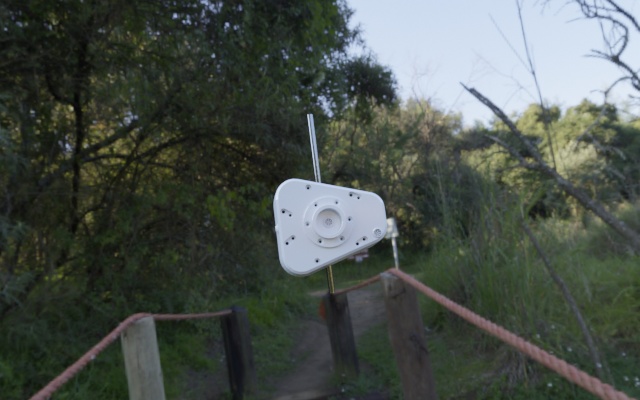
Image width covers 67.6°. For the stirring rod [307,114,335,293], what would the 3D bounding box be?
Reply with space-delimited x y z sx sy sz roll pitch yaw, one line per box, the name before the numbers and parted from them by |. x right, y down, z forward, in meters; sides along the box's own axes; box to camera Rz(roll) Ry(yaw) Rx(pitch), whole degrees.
stirring rod | 0.000 0.002 0.636 0.011 0.239 0.011 -7 -7 -1
